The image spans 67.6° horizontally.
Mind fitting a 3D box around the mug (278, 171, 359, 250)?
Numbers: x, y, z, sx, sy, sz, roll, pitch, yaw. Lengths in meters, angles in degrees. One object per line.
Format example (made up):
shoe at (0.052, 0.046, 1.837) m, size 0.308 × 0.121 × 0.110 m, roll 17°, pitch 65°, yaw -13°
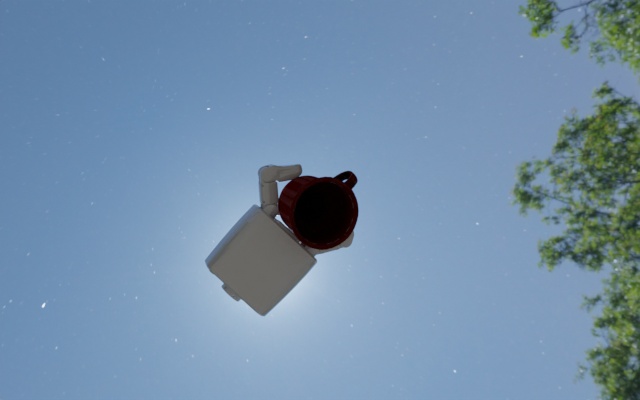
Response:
mug at (0.001, 0.001, 0.636) m, size 0.093 × 0.117 × 0.081 m, roll 48°, pitch -9°, yaw -21°
